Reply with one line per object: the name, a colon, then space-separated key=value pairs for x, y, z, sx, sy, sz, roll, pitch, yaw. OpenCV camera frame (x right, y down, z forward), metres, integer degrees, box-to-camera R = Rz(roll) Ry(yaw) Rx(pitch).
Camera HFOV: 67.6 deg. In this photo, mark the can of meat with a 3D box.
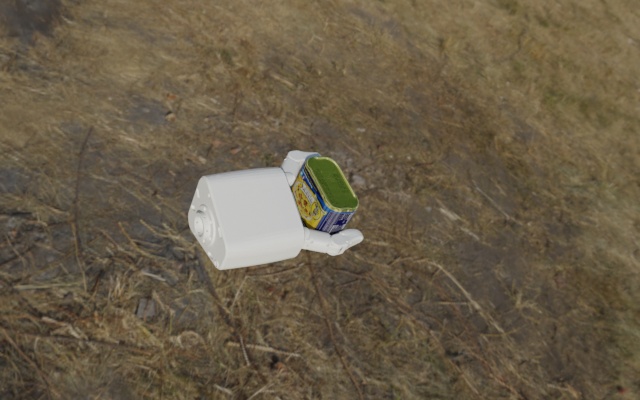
can of meat: x=0.000 y=0.002 z=0.653 sx=0.057 sy=0.102 sz=0.084 roll=-4 pitch=-38 yaw=-33
